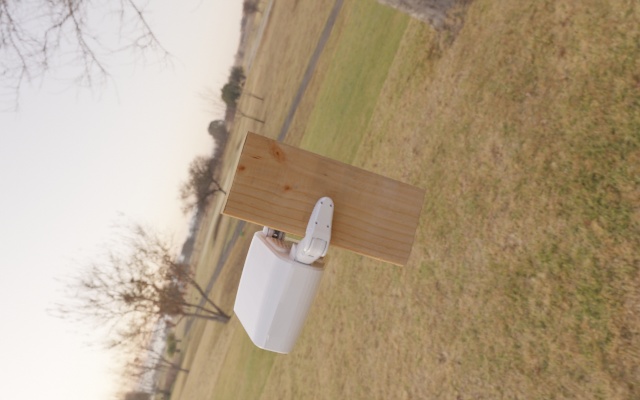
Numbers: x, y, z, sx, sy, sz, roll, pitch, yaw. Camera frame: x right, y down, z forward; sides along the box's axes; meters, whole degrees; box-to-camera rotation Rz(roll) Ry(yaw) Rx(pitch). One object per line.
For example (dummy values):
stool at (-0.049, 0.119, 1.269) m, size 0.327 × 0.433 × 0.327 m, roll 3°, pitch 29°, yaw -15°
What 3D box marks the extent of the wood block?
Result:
wood block at (0.000, 0.002, 0.545) m, size 0.206 × 0.090 × 0.091 m, roll 17°, pitch -5°, yaw -12°
